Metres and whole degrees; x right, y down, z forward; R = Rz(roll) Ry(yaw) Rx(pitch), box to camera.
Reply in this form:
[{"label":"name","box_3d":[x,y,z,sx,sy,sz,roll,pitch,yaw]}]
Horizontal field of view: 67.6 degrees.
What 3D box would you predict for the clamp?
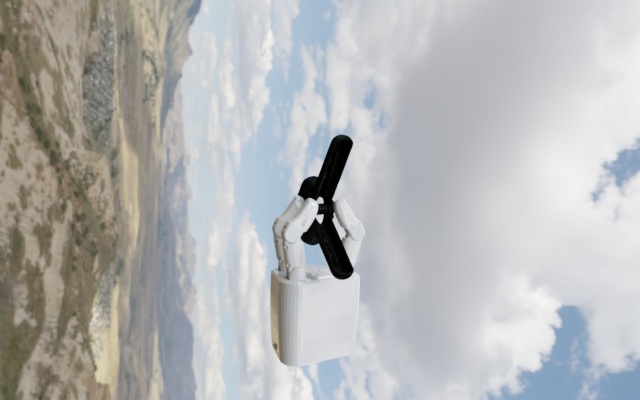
[{"label":"clamp","box_3d":[0.001,0.002,0.623,0.036,0.164,0.210,2,3,-17]}]
